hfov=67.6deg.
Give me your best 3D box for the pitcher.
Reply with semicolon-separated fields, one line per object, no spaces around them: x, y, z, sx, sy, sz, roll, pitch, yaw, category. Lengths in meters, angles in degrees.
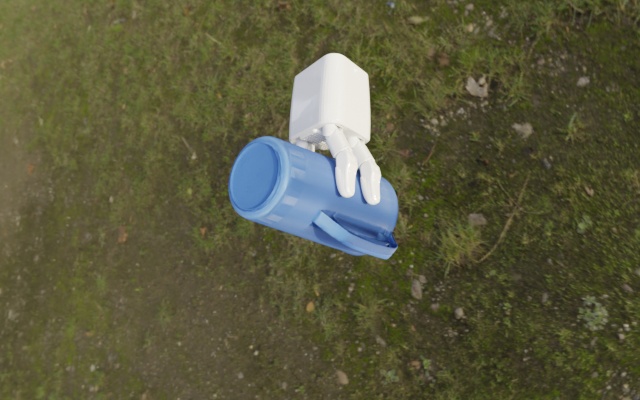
0.000;0.002;0.668;0.149;0.145;0.243;-8;-17;39;pitcher
